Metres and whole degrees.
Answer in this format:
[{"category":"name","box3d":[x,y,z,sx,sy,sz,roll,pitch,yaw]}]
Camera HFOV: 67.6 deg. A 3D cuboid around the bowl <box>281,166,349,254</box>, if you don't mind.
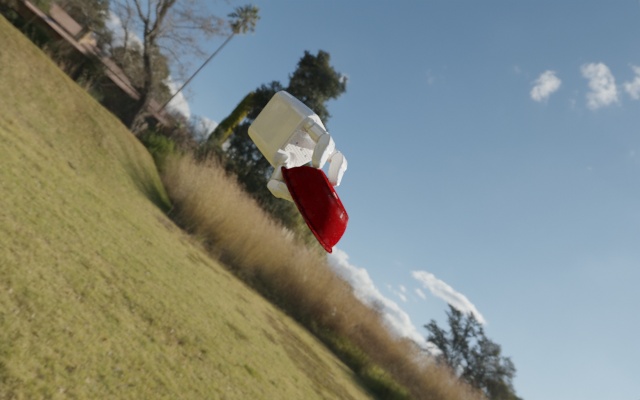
[{"category":"bowl","box3d":[0.001,0.003,0.766,0.055,0.162,0.162,-29,-3,5]}]
